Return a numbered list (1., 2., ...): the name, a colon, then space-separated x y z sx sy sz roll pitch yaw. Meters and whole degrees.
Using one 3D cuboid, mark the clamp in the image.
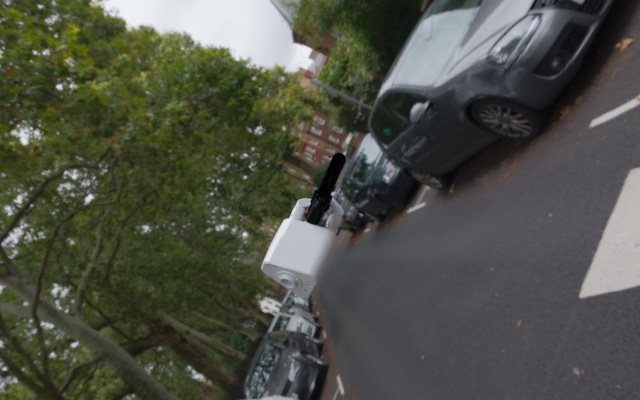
1. clamp: 0.000 0.003 0.877 0.039 0.120 0.172 25 -38 1
